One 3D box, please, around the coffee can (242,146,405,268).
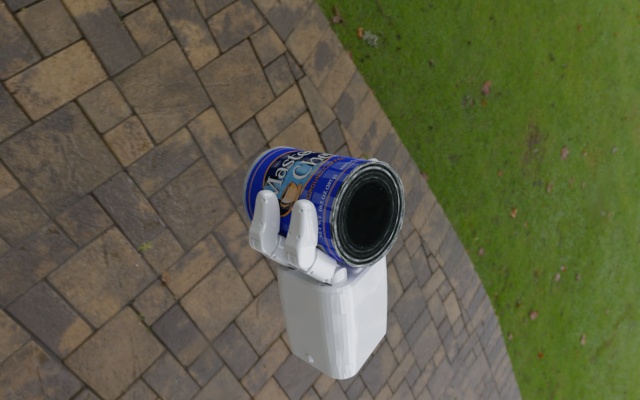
[{"bbox_3d":[0.000,0.001,0.494,0.103,0.103,0.140,0,10,-43],"label":"coffee can"}]
